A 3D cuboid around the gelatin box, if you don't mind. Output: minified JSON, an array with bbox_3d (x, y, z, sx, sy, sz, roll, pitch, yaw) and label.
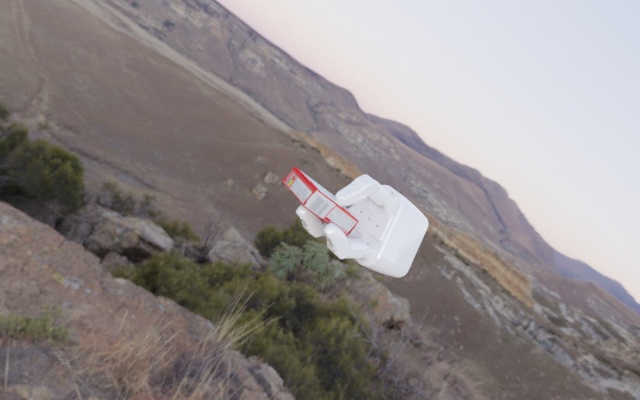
[{"bbox_3d":[0.000,0.002,0.624,0.089,0.030,0.073,37,7,-38],"label":"gelatin box"}]
